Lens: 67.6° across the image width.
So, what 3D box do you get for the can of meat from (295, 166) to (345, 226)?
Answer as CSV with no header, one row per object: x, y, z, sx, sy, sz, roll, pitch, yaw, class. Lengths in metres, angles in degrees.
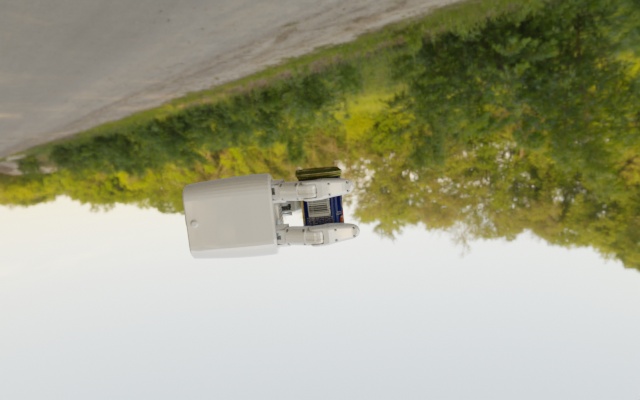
0.000,0.002,0.616,0.057,0.084,0.102,-6,7,-2,can of meat
